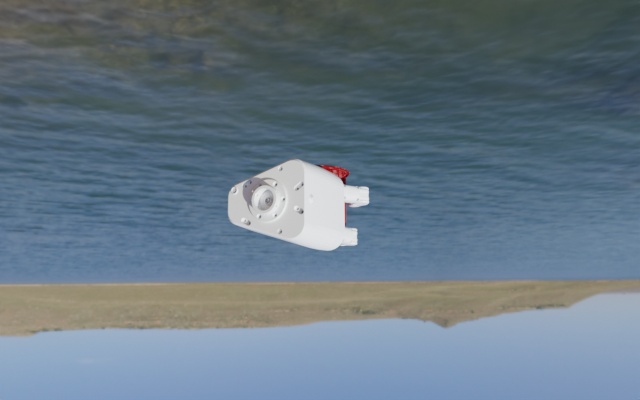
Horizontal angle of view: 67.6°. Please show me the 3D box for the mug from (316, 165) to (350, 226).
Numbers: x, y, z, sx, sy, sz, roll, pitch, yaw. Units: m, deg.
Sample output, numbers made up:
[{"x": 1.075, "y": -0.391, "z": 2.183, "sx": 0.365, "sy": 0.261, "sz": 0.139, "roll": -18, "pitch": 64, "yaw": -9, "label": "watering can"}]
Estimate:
[{"x": 0.001, "y": 0.003, "z": 0.687, "sx": 0.093, "sy": 0.081, "sz": 0.117, "roll": -5, "pitch": -11, "yaw": 24, "label": "mug"}]
